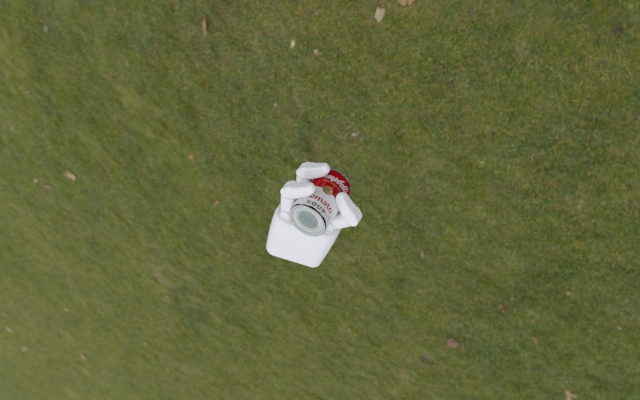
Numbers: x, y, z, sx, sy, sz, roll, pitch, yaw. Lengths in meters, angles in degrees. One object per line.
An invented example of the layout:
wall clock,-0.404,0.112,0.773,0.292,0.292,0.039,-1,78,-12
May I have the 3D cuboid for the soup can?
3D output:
soup can,0.000,0.003,0.788,0.068,0.068,0.102,0,37,33
